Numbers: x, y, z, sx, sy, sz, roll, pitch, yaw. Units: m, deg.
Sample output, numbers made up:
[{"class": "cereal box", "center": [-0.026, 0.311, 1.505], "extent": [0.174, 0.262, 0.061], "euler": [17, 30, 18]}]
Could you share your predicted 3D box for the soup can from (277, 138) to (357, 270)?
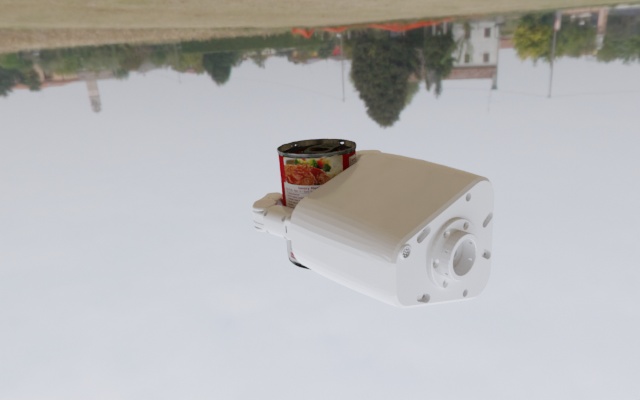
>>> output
[{"class": "soup can", "center": [0.000, 0.002, 0.422], "extent": [0.068, 0.102, 0.068], "euler": [-4, 18, 1]}]
